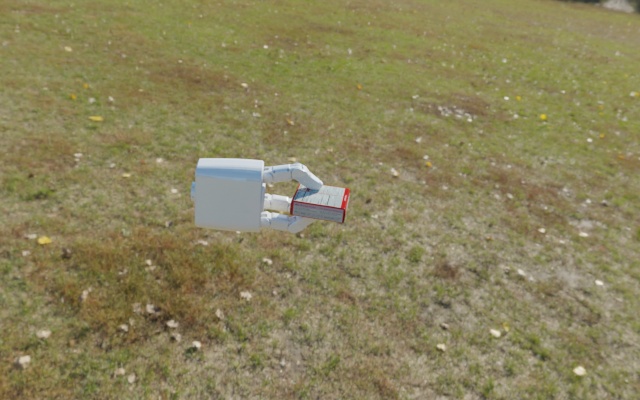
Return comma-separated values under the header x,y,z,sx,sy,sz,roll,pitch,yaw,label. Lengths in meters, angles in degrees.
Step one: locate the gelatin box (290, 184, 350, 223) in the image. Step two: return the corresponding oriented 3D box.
x,y,z,sx,sy,sz,roll,pitch,yaw,label
0.001,0.002,0.783,0.089,0.030,0.073,8,28,6,gelatin box
